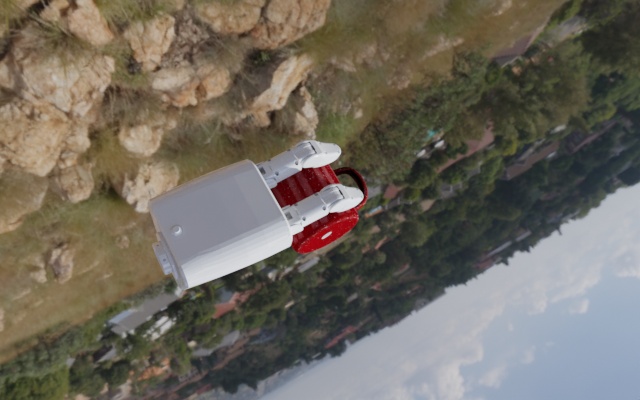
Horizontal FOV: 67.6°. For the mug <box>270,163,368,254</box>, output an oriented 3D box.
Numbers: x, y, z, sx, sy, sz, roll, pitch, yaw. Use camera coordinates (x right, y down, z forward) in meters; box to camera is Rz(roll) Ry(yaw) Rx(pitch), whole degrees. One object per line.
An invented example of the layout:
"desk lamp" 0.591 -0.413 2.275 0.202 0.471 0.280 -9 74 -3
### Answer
"mug" 0.001 0.001 0.541 0.117 0.081 0.093 -23 -18 -20
